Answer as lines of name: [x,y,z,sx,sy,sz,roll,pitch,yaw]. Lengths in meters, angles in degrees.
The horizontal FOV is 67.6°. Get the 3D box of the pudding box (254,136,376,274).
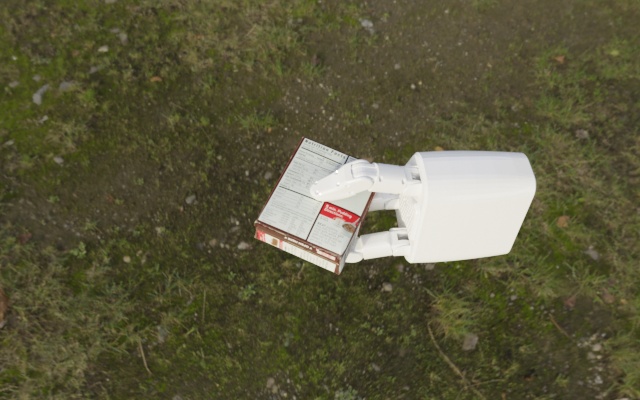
pudding box: [0.000,0.001,0.464,0.090,0.113,0.039,22,-31,9]
